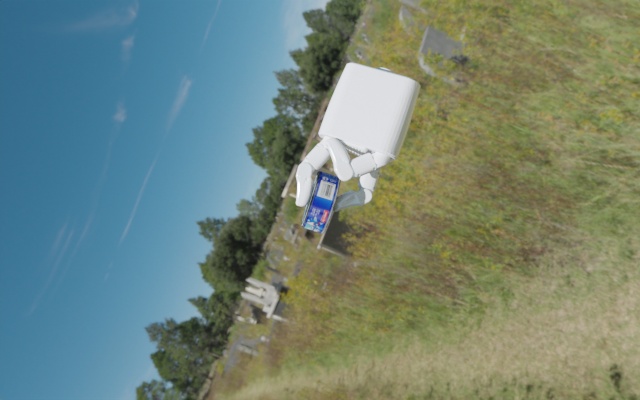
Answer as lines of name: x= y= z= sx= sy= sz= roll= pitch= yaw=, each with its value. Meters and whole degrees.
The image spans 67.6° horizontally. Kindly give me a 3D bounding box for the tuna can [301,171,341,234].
tuna can: x=0.000 y=0.002 z=0.683 sx=0.034 sy=0.086 sz=0.086 roll=17 pitch=-1 yaw=-4
